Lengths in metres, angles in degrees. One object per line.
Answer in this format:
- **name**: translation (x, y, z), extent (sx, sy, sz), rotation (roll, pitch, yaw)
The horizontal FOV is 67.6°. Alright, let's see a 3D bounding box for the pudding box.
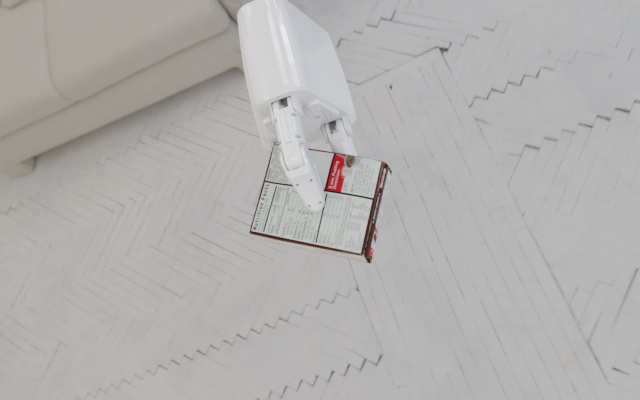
- **pudding box**: translation (0.000, 0.001, 0.436), extent (0.113, 0.090, 0.039), rotation (10, -11, 20)
